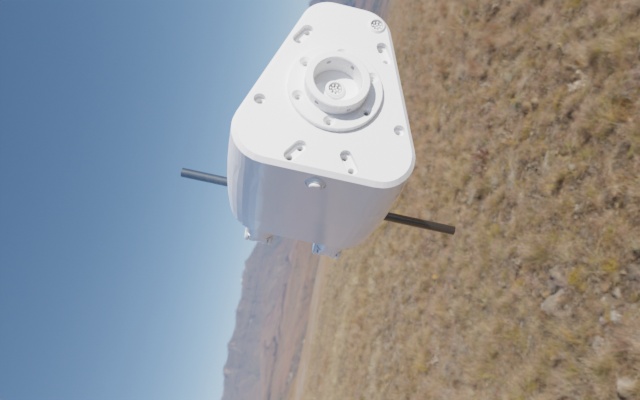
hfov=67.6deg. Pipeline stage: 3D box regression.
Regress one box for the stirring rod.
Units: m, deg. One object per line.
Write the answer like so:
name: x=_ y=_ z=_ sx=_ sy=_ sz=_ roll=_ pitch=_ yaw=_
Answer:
stirring rod: x=0.000 y=0.001 z=0.413 sx=0.239 sy=0.011 sz=0.011 roll=12 pitch=-1 yaw=-4
